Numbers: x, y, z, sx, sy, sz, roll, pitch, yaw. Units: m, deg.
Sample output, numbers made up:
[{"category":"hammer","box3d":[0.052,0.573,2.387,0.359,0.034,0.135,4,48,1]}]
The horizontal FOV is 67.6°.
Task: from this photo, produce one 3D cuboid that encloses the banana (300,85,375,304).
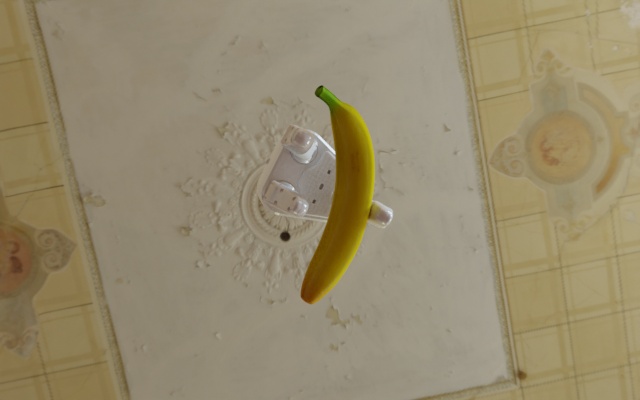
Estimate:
[{"category":"banana","box3d":[0.018,-0.002,0.444,0.069,0.198,0.037,0,8,-22]}]
